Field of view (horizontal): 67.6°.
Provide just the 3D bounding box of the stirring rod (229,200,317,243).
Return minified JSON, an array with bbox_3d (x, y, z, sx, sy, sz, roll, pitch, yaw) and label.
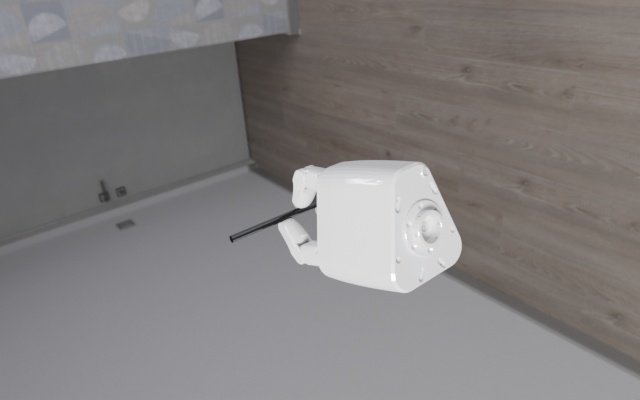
[{"bbox_3d":[0.000,0.002,0.567,0.239,0.011,0.011,-23,12,-32],"label":"stirring rod"}]
